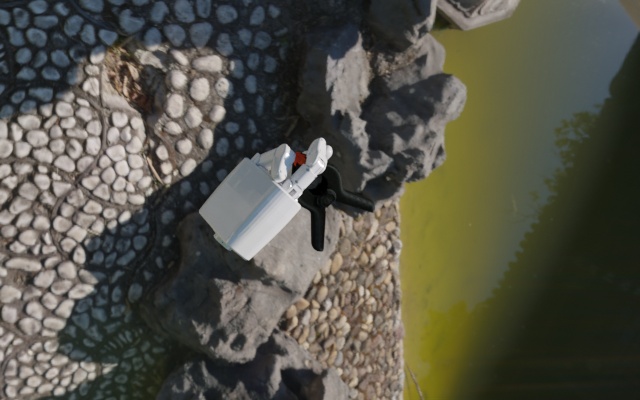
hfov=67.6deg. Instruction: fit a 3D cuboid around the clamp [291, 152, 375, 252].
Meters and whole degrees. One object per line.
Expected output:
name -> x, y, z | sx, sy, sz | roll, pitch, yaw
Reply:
clamp -> 0.000, 0.002, 0.727 | 0.171, 0.120, 0.039 | 45, -4, -34
